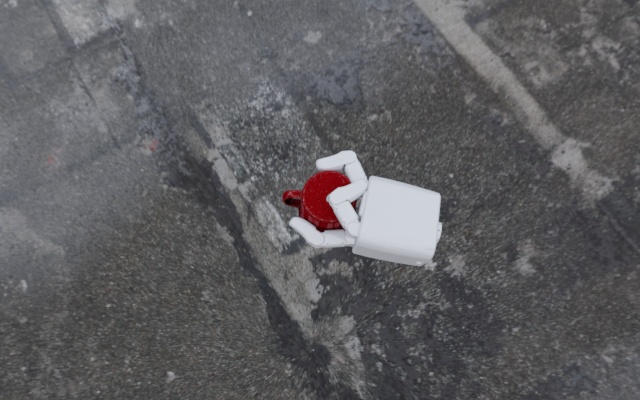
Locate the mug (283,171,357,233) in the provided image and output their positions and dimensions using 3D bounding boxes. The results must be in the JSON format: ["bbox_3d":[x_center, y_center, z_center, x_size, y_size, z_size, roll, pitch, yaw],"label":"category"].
[{"bbox_3d":[-0.001,0.002,0.727,0.117,0.093,0.081,12,-17,2],"label":"mug"}]
